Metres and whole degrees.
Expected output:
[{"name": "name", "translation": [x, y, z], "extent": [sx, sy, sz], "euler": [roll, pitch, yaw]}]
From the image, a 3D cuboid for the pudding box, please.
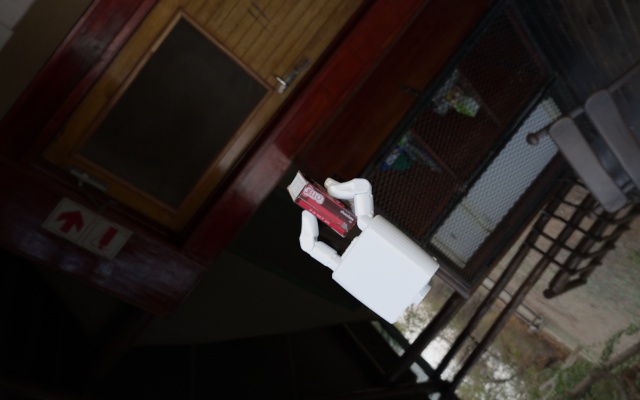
[{"name": "pudding box", "translation": [0.000, 0.002, 0.694], "extent": [0.090, 0.039, 0.113], "euler": [37, 2, -14]}]
